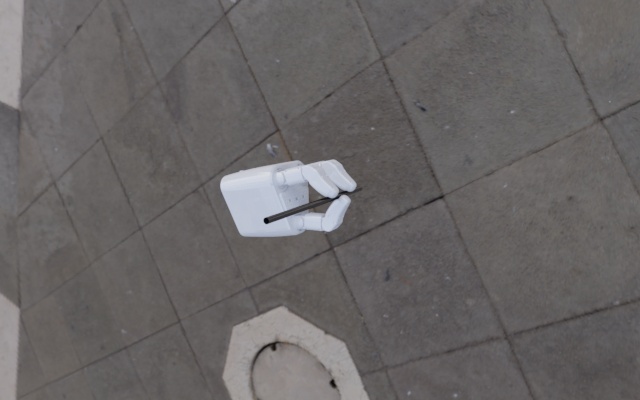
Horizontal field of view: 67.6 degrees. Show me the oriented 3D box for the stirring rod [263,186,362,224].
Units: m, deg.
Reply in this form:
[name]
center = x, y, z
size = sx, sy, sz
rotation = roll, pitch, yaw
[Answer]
[stirring rod]
center = 0.000, 0.002, 0.638
size = 0.011, 0.011, 0.239
rotation = 0, 10, 31
